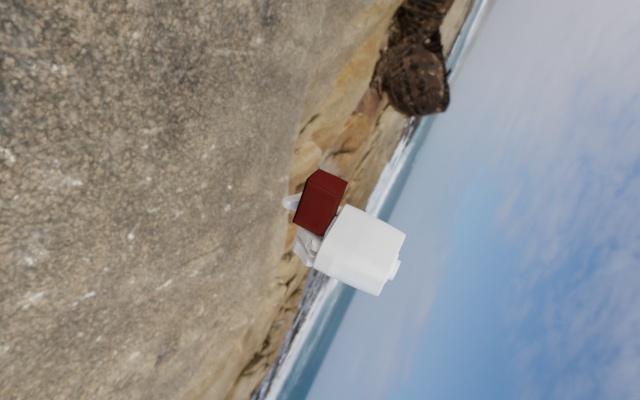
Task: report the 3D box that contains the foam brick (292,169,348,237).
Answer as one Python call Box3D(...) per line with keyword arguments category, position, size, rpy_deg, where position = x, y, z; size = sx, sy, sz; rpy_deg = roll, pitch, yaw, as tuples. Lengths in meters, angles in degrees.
Box3D(category="foam brick", position=(0.000, 0.002, 0.704), size=(0.051, 0.078, 0.053), rpy_deg=(25, 30, 10))
